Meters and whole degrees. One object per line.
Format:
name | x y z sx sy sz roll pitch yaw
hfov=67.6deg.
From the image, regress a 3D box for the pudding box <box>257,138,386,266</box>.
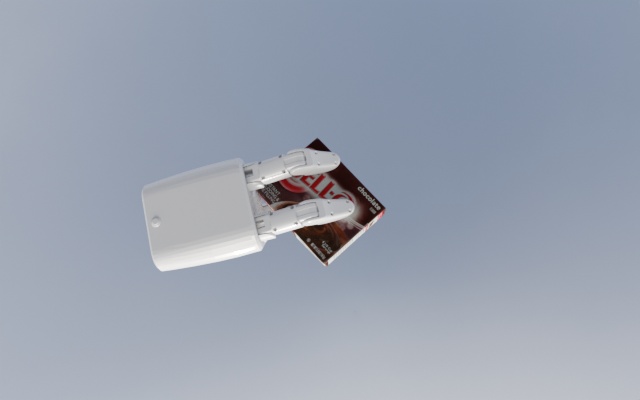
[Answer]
pudding box | 0.000 0.002 0.521 0.090 0.113 0.039 -41 -11 -9
